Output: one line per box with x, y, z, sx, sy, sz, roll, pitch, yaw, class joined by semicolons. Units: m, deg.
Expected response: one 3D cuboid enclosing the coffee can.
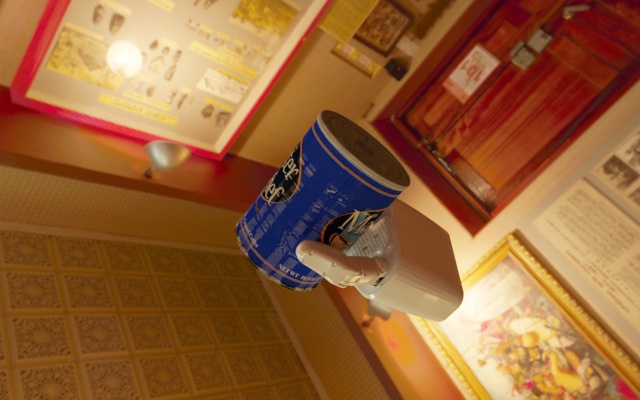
0.000;0.001;0.452;0.103;0.140;0.102;34;22;-16;coffee can
